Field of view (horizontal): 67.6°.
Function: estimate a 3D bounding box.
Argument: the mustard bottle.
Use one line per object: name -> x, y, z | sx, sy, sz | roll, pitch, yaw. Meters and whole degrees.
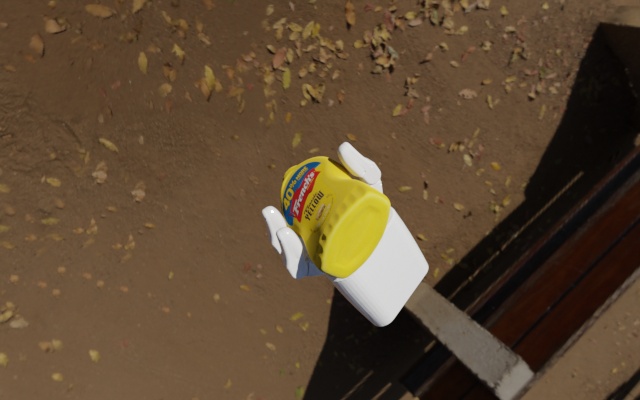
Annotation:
mustard bottle -> 0.000, 0.002, 0.540 | 0.058, 0.096, 0.191 | 23, 11, -30
